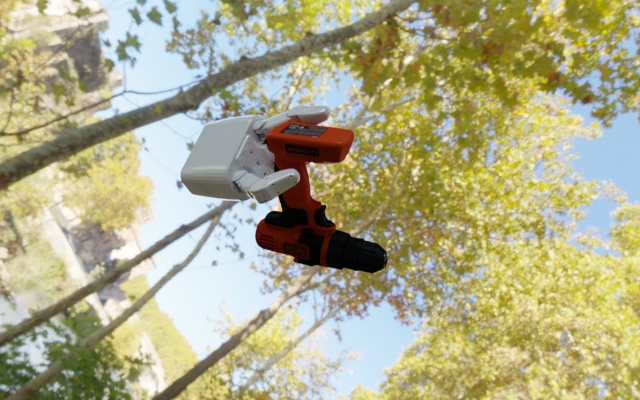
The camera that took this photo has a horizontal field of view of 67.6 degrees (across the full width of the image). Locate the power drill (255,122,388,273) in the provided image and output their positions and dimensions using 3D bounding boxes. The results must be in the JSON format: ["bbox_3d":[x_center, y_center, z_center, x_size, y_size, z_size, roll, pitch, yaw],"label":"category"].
[{"bbox_3d":[0.000,0.002,0.605,0.184,0.188,0.057,10,29,16],"label":"power drill"}]
